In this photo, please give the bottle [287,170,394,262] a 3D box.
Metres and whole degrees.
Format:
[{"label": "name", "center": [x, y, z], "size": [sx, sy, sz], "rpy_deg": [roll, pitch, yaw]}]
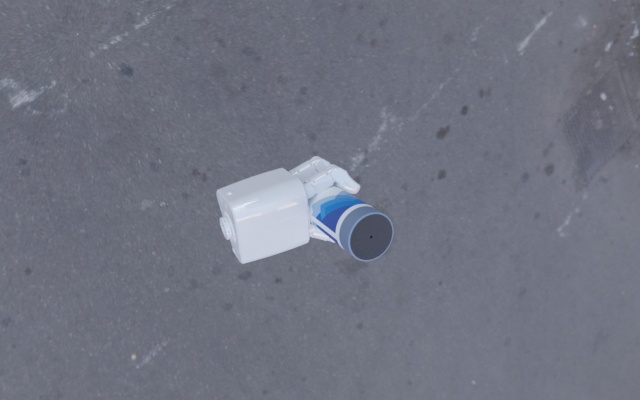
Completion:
[{"label": "bottle", "center": [0.000, 0.002, 0.720], "size": [0.069, 0.069, 0.295], "rpy_deg": [0, 17, -27]}]
